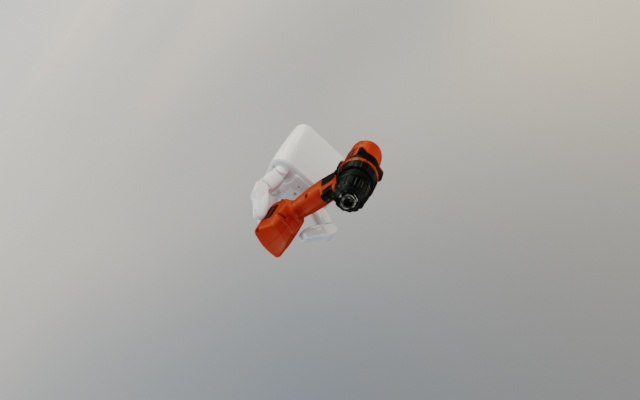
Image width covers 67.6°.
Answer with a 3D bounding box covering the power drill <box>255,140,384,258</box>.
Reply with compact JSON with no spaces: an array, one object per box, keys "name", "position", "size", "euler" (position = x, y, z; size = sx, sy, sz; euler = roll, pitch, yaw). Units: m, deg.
[{"name":"power drill","position":[0.000,0.002,0.645],"size":[0.188,0.057,0.184],"euler":[-34,11,24]}]
